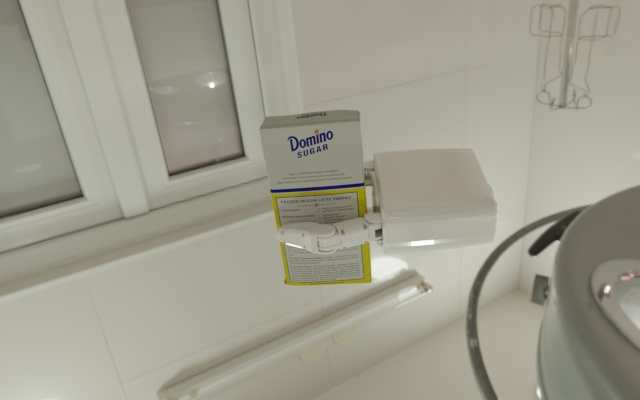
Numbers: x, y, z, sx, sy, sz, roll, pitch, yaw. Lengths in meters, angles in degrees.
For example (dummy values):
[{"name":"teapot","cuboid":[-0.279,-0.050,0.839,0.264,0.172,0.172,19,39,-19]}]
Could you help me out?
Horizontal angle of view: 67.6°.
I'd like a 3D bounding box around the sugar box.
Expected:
[{"name":"sugar box","cuboid":[0.000,0.001,0.476,0.093,0.176,0.048,-3,24,6]}]
